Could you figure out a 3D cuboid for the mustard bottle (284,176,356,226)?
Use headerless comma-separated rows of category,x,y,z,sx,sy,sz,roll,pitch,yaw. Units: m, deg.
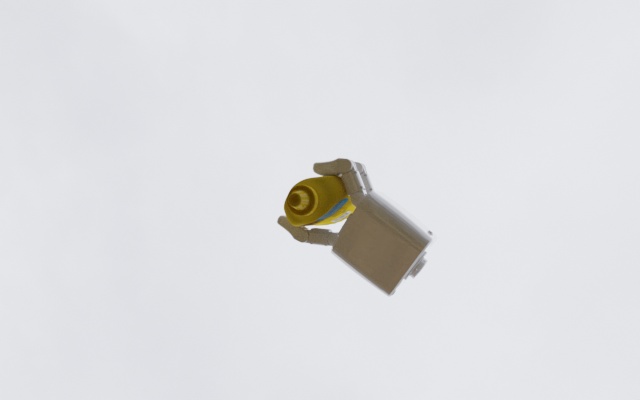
mustard bottle,0.000,0.002,0.687,0.096,0.058,0.191,-30,-11,17
